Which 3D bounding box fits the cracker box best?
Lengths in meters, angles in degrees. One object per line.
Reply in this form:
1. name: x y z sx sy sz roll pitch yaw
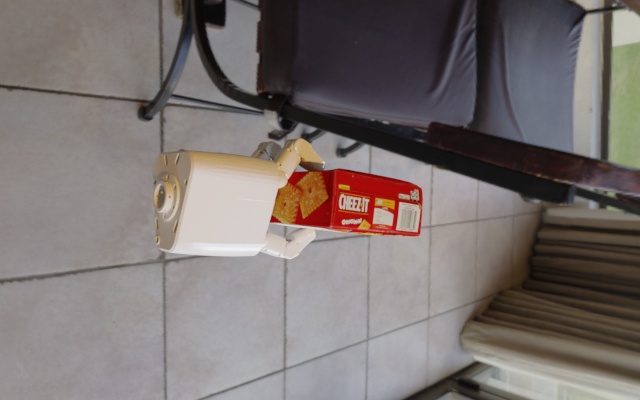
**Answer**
1. cracker box: 0.000 0.002 0.628 0.164 0.072 0.213 8 -3 -42
